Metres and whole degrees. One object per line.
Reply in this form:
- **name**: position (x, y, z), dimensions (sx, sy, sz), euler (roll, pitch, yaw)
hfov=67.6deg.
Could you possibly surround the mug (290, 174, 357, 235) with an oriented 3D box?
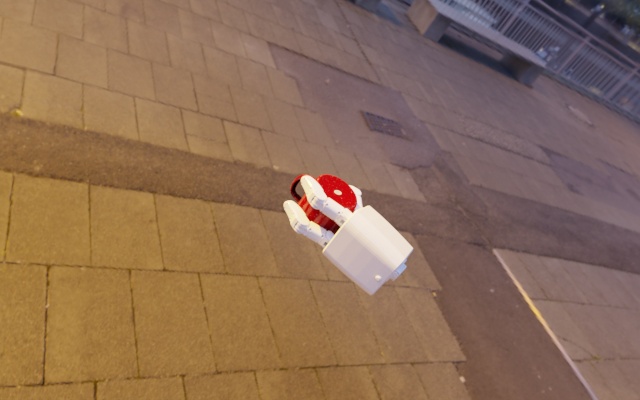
- **mug**: position (-0.001, 0.002, 0.807), dimensions (0.117, 0.081, 0.093), euler (42, 34, 9)
